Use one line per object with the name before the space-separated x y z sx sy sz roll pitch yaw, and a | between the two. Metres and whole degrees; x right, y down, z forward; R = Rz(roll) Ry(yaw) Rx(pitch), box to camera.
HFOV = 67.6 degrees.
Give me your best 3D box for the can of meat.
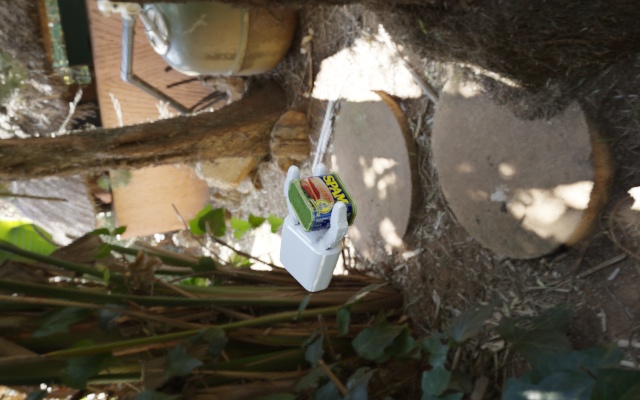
can of meat | 0.000 0.003 0.813 0.084 0.102 0.057 -9 -41 -26
